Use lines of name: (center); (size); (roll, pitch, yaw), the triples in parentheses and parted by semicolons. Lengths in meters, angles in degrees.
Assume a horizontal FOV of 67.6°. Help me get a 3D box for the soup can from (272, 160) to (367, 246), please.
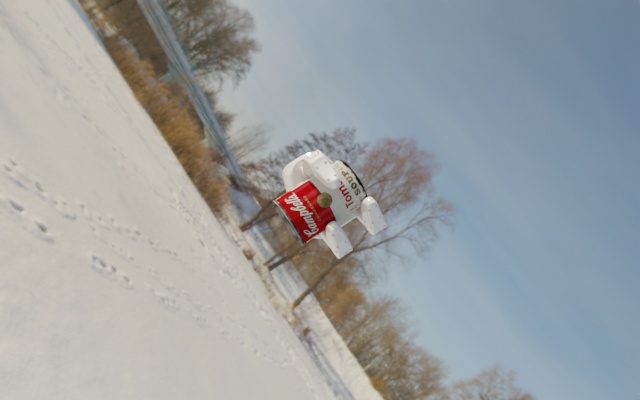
soup can: (0.000, 0.002, 0.606); (0.102, 0.068, 0.068); (-33, 6, -10)
